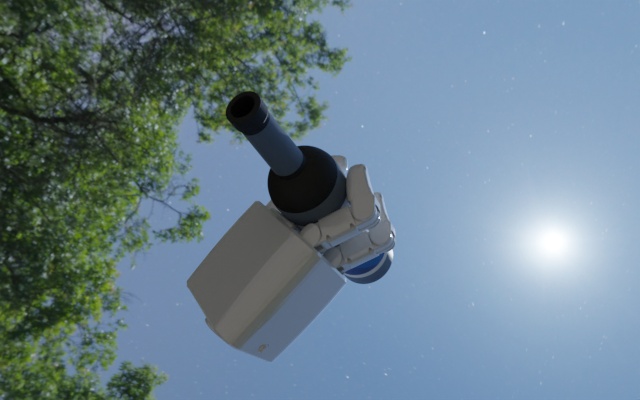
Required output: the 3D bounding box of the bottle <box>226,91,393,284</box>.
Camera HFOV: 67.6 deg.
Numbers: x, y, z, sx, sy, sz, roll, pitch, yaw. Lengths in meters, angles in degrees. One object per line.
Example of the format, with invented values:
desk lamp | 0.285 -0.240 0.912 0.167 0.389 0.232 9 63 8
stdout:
bottle | 0.000 0.002 0.448 0.069 0.069 0.296 0 -27 24
